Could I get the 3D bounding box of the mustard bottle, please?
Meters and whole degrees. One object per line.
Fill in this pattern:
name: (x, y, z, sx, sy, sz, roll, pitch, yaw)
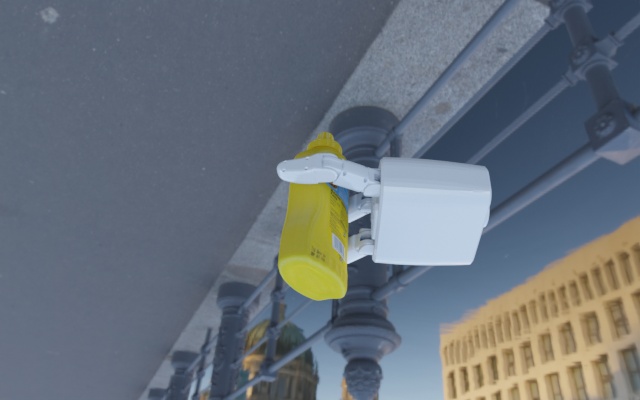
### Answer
mustard bottle: (0.000, 0.002, 0.514, 0.058, 0.191, 0.096, -11, -38, 23)
